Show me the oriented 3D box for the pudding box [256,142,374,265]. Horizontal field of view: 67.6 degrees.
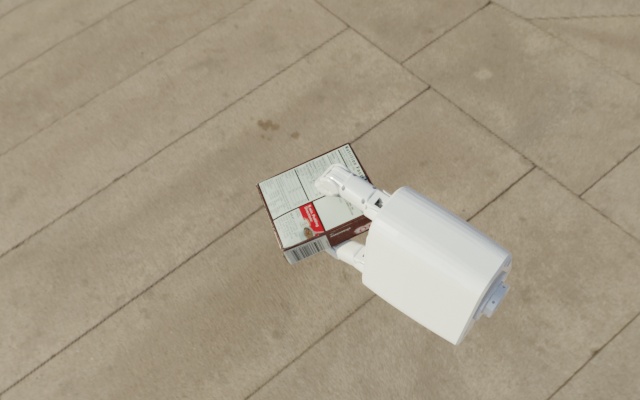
[{"bbox_3d":[0.000,0.002,0.497,0.113,0.090,0.039,-23,-31,-3],"label":"pudding box"}]
